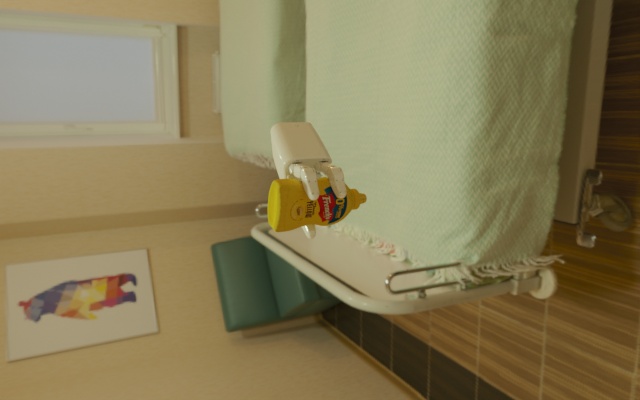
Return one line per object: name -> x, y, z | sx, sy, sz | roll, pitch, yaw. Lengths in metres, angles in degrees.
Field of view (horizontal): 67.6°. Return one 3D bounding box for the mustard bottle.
mustard bottle -> 0.000, 0.003, 0.891 | 0.191, 0.096, 0.058 | -5, 27, -26
